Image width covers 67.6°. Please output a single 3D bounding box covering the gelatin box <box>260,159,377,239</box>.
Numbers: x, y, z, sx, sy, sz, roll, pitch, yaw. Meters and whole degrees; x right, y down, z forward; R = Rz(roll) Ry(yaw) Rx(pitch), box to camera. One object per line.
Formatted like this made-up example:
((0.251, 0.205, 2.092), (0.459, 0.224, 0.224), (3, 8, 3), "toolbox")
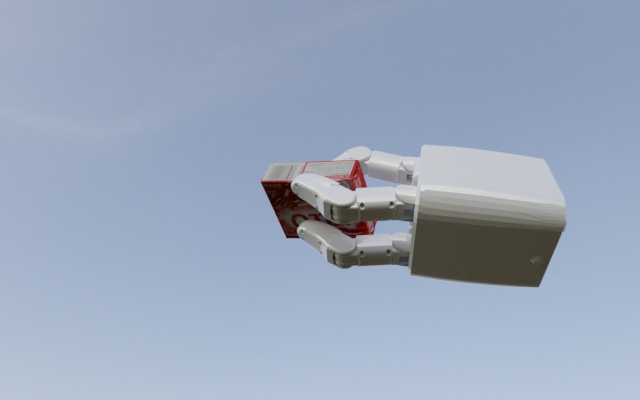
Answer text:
((0.000, 0.001, 0.430), (0.089, 0.073, 0.030), (0, 43, 24), "gelatin box")
